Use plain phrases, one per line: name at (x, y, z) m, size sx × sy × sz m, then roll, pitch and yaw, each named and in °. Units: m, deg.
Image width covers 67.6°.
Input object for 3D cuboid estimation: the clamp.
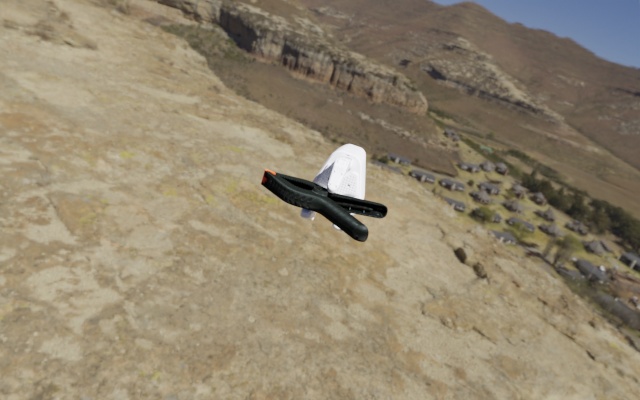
clamp at (0.000, 0.001, 0.746) m, size 0.210 × 0.036 × 0.164 m, roll 20°, pitch 16°, yaw 6°
